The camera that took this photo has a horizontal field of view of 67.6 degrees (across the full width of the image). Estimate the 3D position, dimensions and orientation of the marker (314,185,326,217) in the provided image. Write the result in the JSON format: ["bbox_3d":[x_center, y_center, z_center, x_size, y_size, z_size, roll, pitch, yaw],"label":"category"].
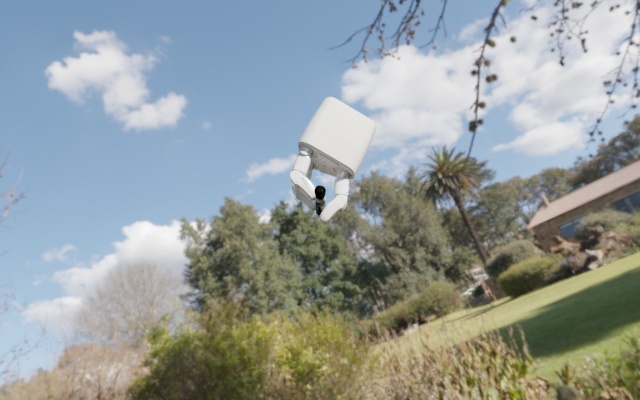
[{"bbox_3d":[0.000,0.003,0.799,0.020,0.020,0.121,0,-20,1],"label":"marker"}]
